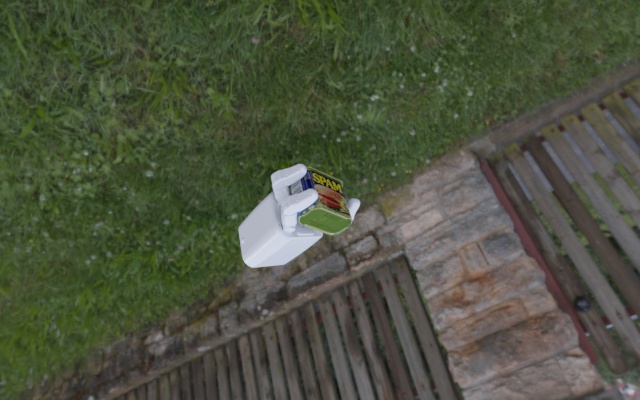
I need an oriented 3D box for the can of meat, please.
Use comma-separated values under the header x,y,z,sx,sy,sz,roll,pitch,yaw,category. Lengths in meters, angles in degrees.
x,y,z,sx,sy,sz,roll,pitch,yaw,category
0.000,0.003,0.790,0.102,0.084,0.057,22,-50,-41,can of meat
